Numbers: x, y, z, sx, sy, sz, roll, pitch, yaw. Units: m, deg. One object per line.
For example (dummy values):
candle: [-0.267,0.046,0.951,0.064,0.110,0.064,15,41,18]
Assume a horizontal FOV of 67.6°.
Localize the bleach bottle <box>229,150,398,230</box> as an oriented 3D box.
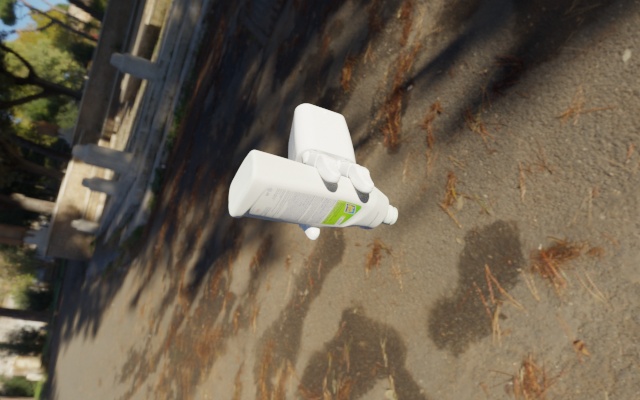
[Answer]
bleach bottle: [0.000,0.002,0.707,0.251,0.068,0.103,14,-43,-26]
